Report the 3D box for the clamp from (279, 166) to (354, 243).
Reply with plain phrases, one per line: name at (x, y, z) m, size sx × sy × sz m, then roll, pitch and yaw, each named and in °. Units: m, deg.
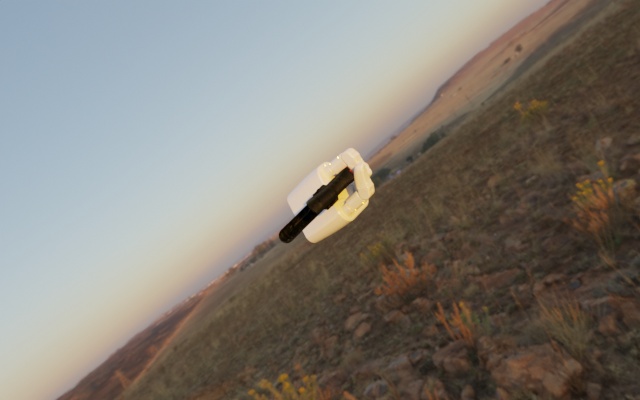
clamp at (0.000, 0.002, 0.767) m, size 0.120 × 0.039 × 0.171 m, roll -38°, pitch 1°, yaw 40°
